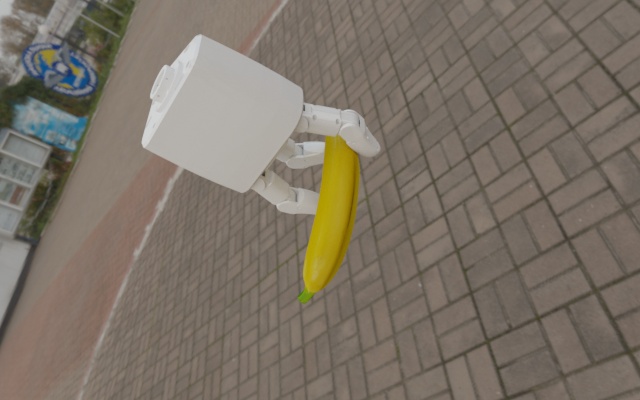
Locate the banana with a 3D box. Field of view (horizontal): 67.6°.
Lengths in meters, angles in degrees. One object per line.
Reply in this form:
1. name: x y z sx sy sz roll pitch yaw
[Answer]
1. banana: 0.010 0.003 0.474 0.037 0.197 0.069 21 -16 -30
